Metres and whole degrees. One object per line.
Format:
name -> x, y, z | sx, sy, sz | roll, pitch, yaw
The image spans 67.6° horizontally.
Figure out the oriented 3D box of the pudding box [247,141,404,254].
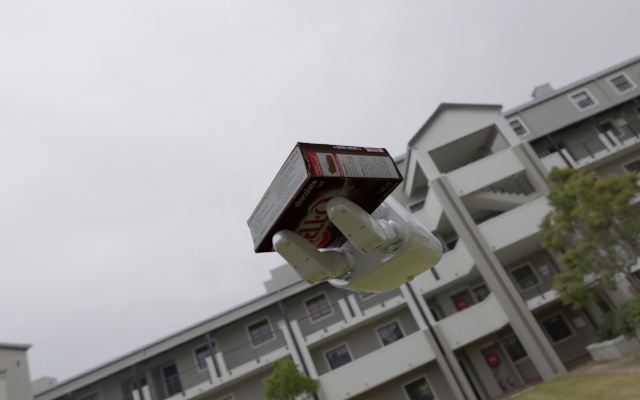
pudding box -> 0.000, 0.001, 0.401 | 0.090, 0.039, 0.113 | -1, -36, -33
